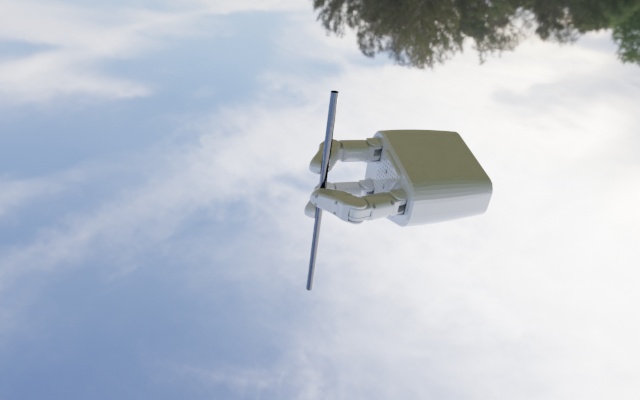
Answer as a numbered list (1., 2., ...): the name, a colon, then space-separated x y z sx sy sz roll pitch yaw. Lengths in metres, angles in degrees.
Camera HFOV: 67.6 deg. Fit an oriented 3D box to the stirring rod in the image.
1. stirring rod: 0.000 0.002 0.504 0.011 0.240 0.011 5 31 -3
